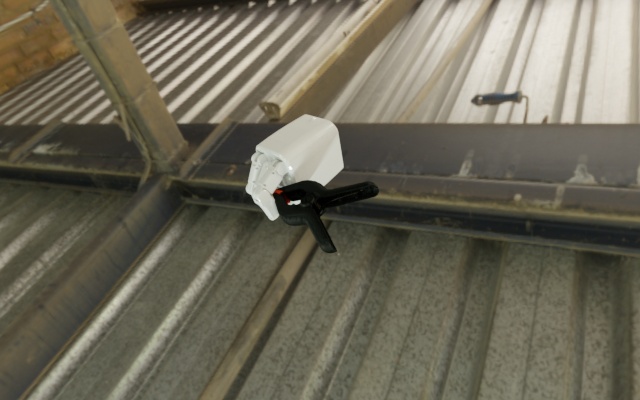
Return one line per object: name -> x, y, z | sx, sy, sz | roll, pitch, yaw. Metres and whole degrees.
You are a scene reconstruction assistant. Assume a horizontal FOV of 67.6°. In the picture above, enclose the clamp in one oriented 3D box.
clamp -> 0.000, 0.003, 0.691 | 0.120, 0.039, 0.171 | -41, 41, -20
